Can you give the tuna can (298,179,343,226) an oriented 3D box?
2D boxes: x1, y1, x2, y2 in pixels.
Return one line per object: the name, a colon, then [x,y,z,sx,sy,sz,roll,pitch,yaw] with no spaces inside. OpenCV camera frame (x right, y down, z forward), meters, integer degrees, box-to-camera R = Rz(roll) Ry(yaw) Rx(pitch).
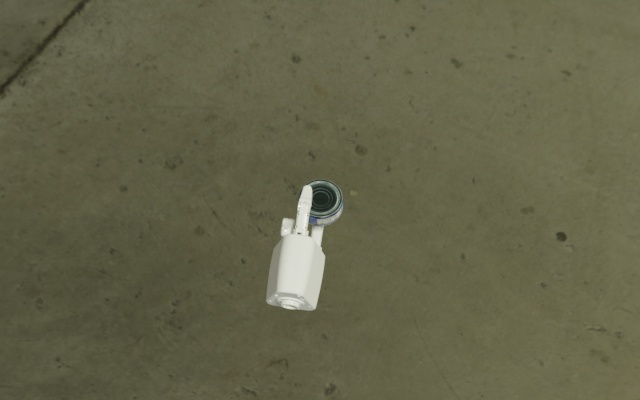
tuna can: [0.000,0.003,0.899,0.086,0.086,0.034,0,-30,0]
